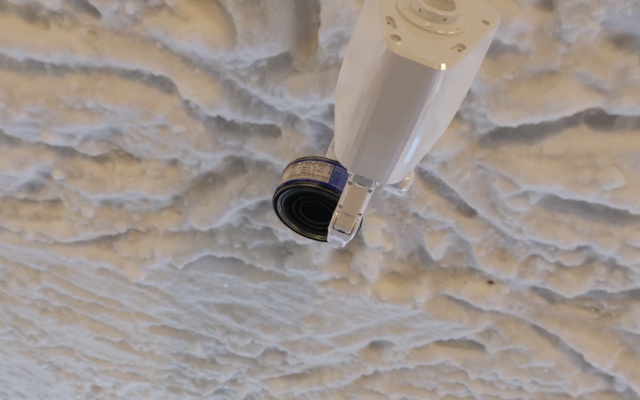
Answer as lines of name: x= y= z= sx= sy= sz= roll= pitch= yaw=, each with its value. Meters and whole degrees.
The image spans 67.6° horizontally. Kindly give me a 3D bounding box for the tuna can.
tuna can: x=0.000 y=0.002 z=0.438 sx=0.086 sy=0.033 sz=0.086 roll=12 pitch=-38 yaw=10
